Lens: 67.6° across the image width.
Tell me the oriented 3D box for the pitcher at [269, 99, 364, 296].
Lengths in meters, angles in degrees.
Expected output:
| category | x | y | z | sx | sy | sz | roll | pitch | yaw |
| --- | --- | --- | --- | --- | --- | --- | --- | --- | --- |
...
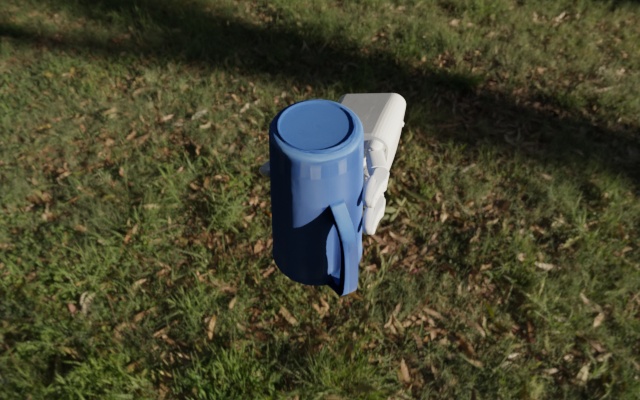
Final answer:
| category | x | y | z | sx | sy | sz | roll | pitch | yaw |
| --- | --- | --- | --- | --- | --- | --- | --- | --- | --- |
| pitcher | 0.000 | 0.002 | 0.618 | 0.149 | 0.145 | 0.243 | 17 | -39 | 14 |
